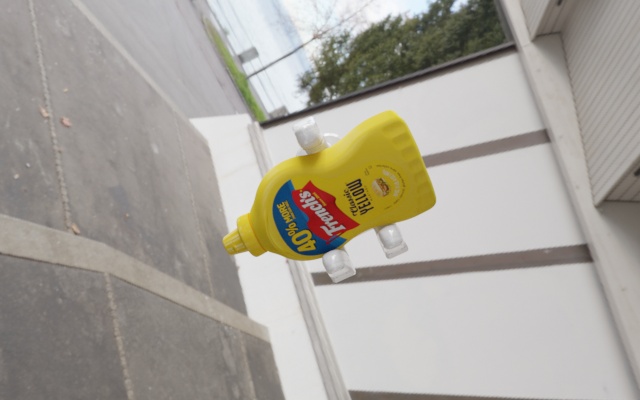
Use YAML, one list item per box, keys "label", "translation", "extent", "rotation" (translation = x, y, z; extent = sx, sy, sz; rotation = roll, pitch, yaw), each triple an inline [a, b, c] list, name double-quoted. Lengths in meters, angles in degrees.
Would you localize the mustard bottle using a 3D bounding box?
- label: "mustard bottle"
  translation: [0.000, 0.001, 0.431]
  extent: [0.191, 0.096, 0.058]
  rotation: [-25, 26, 5]
